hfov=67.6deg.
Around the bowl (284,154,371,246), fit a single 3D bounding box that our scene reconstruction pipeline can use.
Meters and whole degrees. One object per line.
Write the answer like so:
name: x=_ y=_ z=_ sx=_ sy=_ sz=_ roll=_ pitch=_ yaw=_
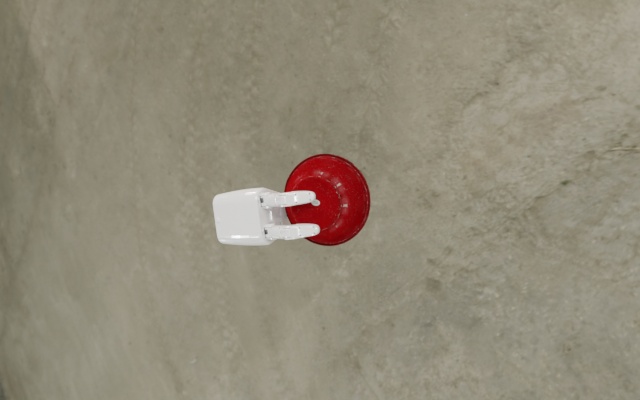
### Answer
bowl: x=0.001 y=0.002 z=0.805 sx=0.162 sy=0.162 sz=0.055 roll=0 pitch=7 yaw=21
